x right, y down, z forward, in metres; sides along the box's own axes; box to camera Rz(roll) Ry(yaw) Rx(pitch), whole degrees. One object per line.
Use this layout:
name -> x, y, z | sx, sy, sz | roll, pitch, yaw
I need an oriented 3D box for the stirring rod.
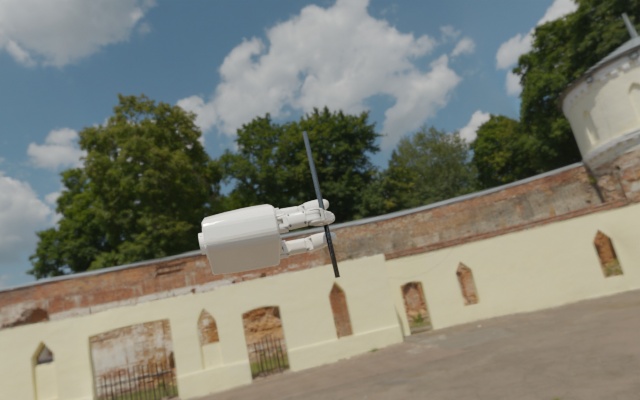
stirring rod -> 0.000, 0.003, 0.750 | 0.011, 0.239, 0.011 | -12, -14, -3
